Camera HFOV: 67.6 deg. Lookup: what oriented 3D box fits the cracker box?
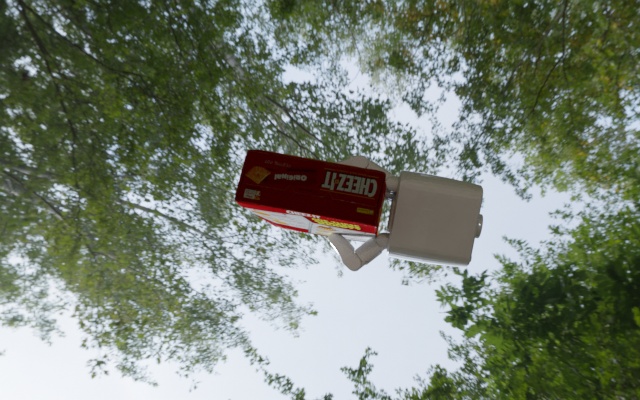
[{"bbox_3d":[0.000,0.002,0.630,0.164,0.072,0.214,10,-9,8],"label":"cracker box"}]
